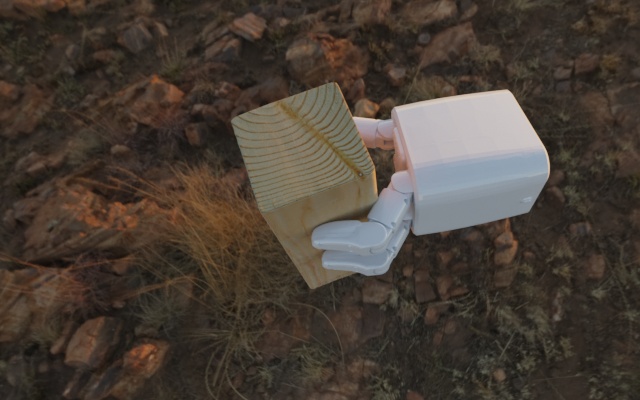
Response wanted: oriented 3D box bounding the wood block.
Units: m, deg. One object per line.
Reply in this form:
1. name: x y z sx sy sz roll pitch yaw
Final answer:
1. wood block: 0.000 0.001 0.444 0.090 0.090 0.206 -20 -27 0
